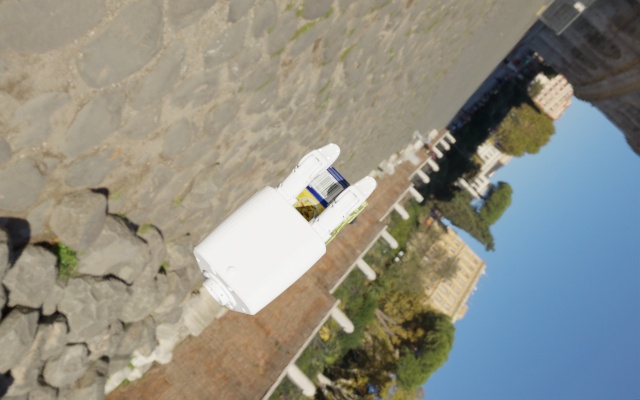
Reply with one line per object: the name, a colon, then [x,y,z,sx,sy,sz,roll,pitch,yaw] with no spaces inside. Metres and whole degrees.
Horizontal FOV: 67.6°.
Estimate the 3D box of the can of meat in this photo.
can of meat: [0.000,0.002,0.577,0.057,0.084,0.102,-41,-6,-27]
